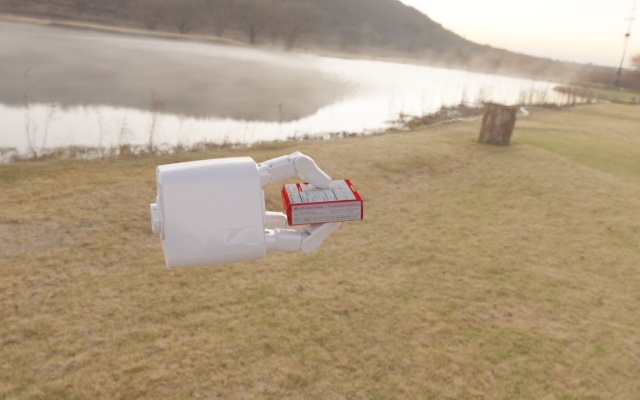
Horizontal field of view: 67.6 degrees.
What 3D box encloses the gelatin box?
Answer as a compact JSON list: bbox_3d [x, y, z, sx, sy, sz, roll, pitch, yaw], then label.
[{"bbox_3d":[0.000,0.001,0.576,0.089,0.030,0.073,-5,22,-8],"label":"gelatin box"}]
